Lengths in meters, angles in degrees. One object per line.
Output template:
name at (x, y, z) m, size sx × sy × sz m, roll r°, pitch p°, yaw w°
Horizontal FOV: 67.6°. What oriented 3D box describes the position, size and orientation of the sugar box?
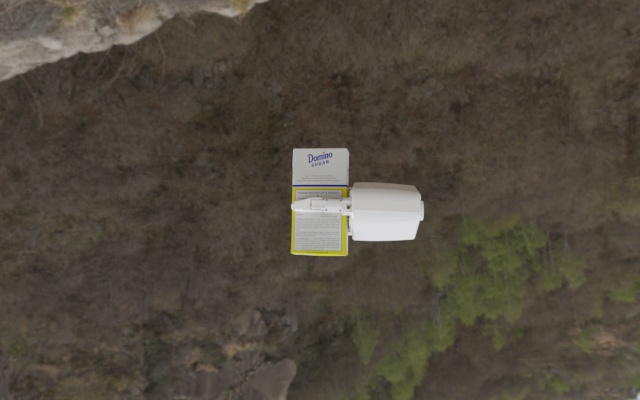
sugar box at (0.000, 0.003, 0.795) m, size 0.093 × 0.176 × 0.048 m, roll 1°, pitch -8°, yaw 7°
